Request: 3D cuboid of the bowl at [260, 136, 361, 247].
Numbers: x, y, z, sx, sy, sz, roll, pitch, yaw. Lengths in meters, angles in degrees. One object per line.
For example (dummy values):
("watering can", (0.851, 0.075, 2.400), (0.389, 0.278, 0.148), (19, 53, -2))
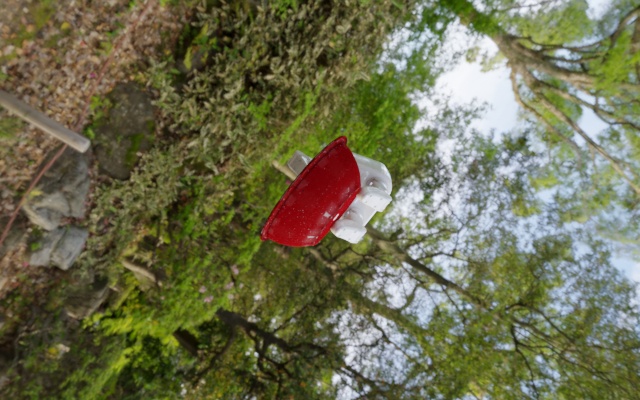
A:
("bowl", (0.000, 0.003, 0.575), (0.055, 0.162, 0.162), (39, 6, 8))
